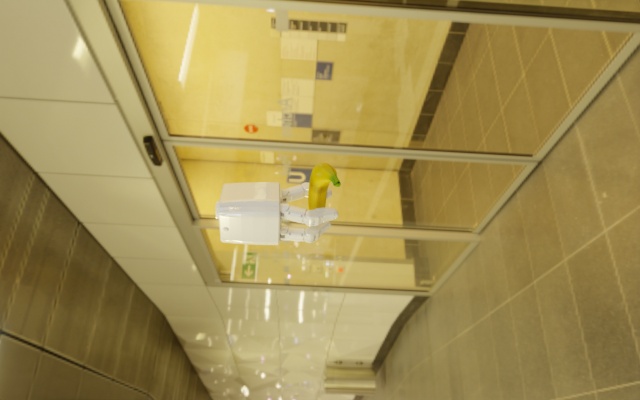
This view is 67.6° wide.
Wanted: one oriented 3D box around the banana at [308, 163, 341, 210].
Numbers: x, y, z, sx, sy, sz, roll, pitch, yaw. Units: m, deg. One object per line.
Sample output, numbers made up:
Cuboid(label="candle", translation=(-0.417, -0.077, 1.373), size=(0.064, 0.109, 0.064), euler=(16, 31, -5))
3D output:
Cuboid(label="banana", translation=(-0.001, -0.016, 0.853), size=(0.037, 0.069, 0.198), euler=(-1, -23, -9))
